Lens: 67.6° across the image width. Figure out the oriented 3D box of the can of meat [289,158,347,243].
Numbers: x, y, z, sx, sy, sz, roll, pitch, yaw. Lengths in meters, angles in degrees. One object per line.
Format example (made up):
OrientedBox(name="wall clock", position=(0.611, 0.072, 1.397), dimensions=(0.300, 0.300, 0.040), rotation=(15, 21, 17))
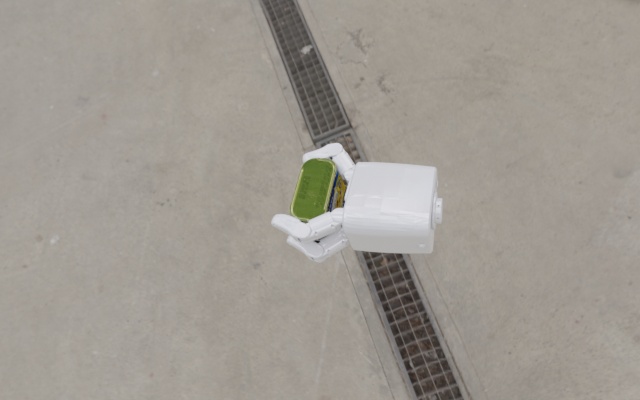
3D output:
OrientedBox(name="can of meat", position=(0.000, 0.002, 0.666), dimensions=(0.057, 0.102, 0.084), rotation=(6, -24, 18))
